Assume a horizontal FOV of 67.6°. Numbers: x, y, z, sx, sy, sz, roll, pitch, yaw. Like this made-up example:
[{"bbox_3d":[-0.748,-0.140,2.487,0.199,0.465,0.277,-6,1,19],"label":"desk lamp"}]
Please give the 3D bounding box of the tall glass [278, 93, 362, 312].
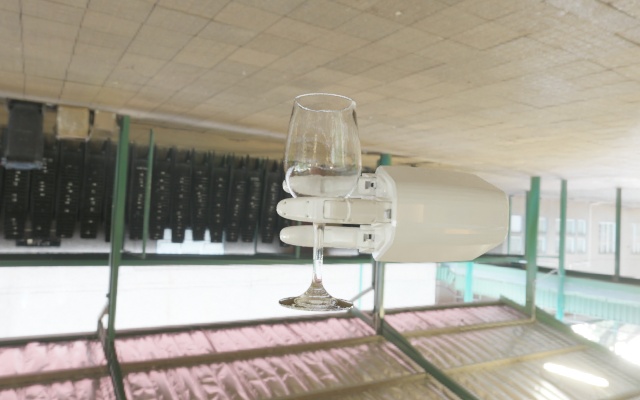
[{"bbox_3d":[0.000,0.002,0.468,0.079,0.201,0.079,2,-2,0],"label":"tall glass"}]
